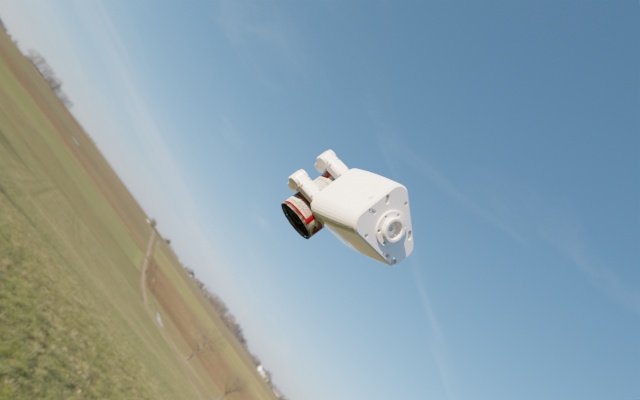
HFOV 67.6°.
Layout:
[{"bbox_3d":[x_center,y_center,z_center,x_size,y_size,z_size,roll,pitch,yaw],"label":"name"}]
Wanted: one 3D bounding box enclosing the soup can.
[{"bbox_3d":[0.000,0.002,0.733,0.102,0.068,0.068,-37,13,-18],"label":"soup can"}]
